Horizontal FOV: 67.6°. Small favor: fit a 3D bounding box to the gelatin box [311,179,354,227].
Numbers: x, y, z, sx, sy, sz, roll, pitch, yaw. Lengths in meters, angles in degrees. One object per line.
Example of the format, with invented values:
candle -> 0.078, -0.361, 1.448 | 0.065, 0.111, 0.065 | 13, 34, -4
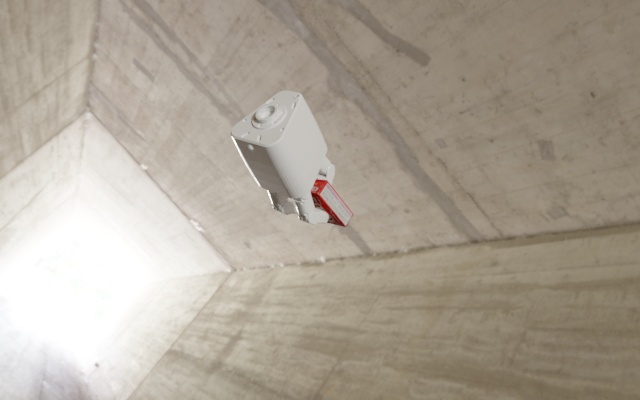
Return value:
gelatin box -> 0.001, 0.002, 0.767 | 0.073, 0.030, 0.089 | 9, -31, 46
